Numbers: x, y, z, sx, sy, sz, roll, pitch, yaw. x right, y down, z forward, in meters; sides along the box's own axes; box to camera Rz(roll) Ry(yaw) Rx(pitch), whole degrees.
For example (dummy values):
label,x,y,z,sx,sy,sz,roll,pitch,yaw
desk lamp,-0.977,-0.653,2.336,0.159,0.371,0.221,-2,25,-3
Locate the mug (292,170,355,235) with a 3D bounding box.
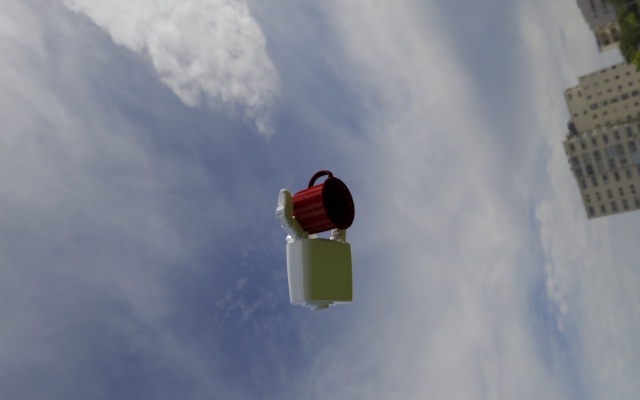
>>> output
label,x,y,z,sx,sy,sz,roll,pitch,yaw
mug,0.000,0.001,0.839,0.081,0.117,0.093,-18,-24,36
